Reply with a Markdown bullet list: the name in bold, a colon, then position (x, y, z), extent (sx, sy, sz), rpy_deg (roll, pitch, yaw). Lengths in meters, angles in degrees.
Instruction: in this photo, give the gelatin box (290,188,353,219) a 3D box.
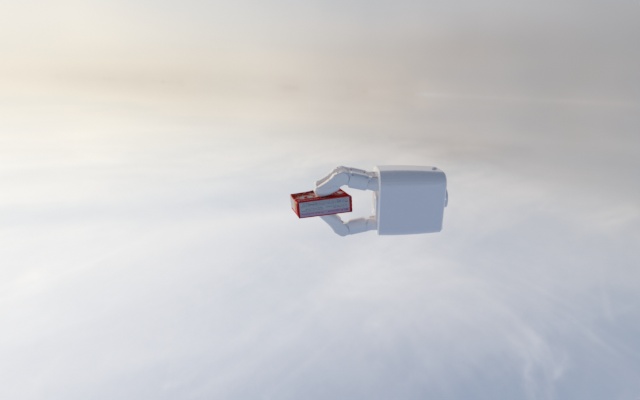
- **gelatin box**: position (0.000, 0.003, 0.773), extent (0.089, 0.030, 0.073), rpy_deg (-8, 13, -11)
